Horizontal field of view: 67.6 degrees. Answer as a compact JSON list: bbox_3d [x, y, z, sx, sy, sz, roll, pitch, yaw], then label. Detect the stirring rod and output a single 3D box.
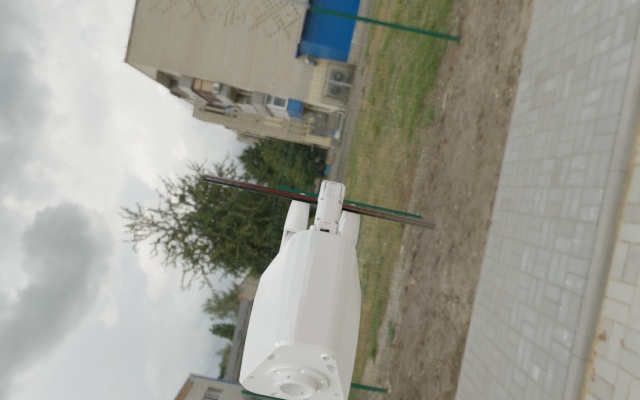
[{"bbox_3d":[0.000,0.002,0.490,0.239,0.011,0.011,12,0,-2],"label":"stirring rod"}]
